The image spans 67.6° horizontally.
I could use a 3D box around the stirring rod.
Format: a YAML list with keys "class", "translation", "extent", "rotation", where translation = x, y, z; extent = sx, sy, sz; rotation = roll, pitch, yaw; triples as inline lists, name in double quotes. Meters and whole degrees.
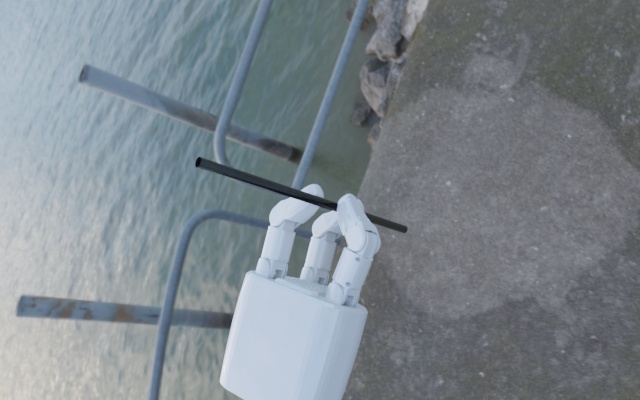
- class: "stirring rod"
  translation: [0.000, 0.001, 0.417]
  extent: [0.239, 0.011, 0.011]
  rotation: [18, -12, -40]
